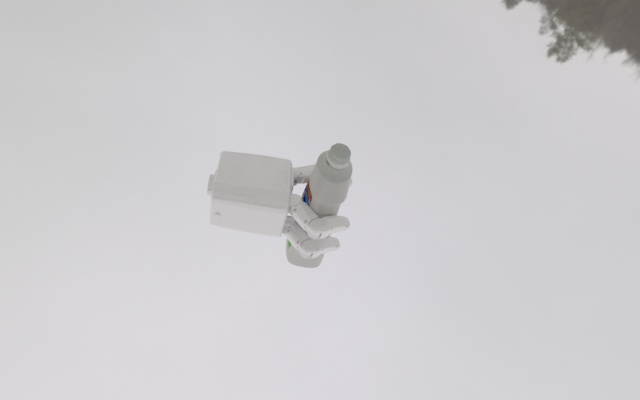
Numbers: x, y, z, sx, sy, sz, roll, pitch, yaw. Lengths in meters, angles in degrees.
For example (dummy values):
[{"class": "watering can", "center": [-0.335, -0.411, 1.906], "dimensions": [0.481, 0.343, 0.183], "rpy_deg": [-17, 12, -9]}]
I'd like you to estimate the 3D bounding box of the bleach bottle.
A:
[{"class": "bleach bottle", "center": [0.000, 0.002, 0.716], "dimensions": [0.068, 0.102, 0.251], "rpy_deg": [10, -37, -8]}]
